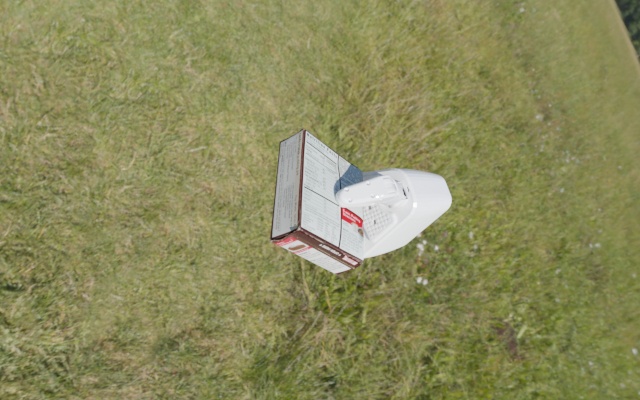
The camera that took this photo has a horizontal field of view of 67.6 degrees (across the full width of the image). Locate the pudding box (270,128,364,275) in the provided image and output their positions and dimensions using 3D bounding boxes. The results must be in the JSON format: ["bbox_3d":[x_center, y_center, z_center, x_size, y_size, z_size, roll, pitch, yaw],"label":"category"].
[{"bbox_3d":[0.000,0.001,0.451,0.039,0.113,0.090,-27,-43,35],"label":"pudding box"}]
